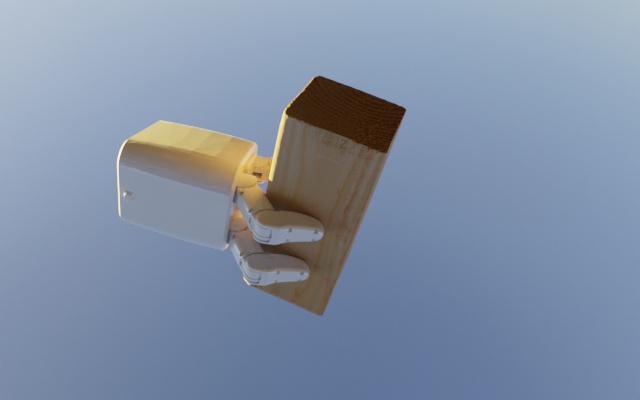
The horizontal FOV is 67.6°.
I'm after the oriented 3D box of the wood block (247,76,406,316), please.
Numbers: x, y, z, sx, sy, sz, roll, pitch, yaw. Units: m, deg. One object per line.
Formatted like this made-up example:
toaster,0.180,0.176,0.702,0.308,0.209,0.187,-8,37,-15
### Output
wood block,0.000,0.001,0.462,0.090,0.206,0.090,22,39,6
